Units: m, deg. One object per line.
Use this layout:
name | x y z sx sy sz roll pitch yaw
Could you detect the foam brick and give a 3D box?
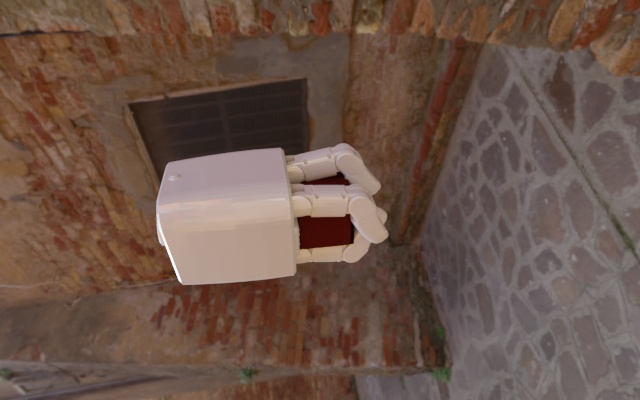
foam brick | 0.000 0.001 0.455 0.051 0.053 0.078 -5 31 -7
